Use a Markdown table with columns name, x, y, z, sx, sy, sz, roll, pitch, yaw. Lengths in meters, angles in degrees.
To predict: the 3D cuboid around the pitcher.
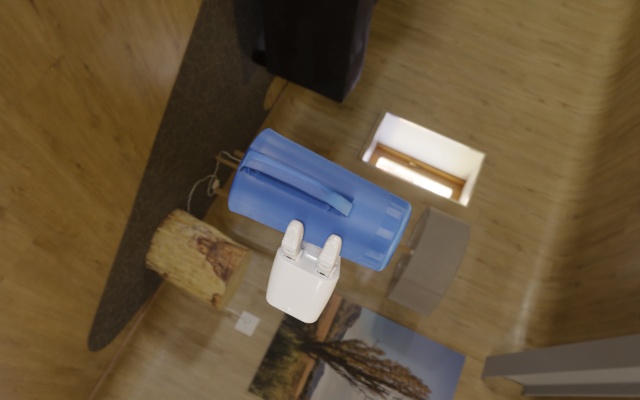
| name | x | y | z | sx | sy | sz | roll | pitch | yaw |
| --- | --- | --- | --- | --- | --- | --- | --- | --- | --- |
| pitcher | 0.000 | 0.002 | 0.677 | 0.243 | 0.145 | 0.149 | 25 | 36 | 7 |
